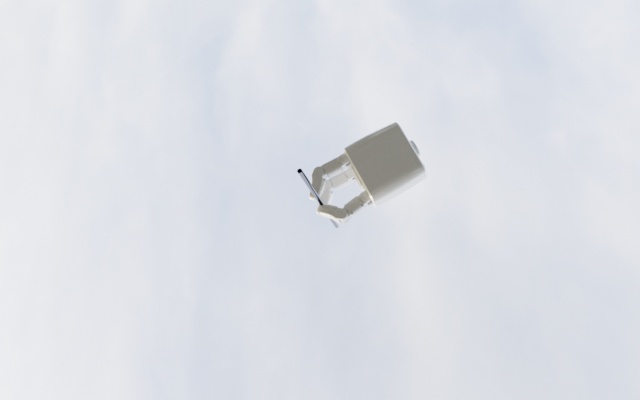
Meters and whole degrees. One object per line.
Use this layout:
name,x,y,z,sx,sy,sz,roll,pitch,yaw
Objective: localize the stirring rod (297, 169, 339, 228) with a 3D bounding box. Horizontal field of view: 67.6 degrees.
stirring rod,0.000,0.003,0.830,0.011,0.011,0.240,0,-23,17
